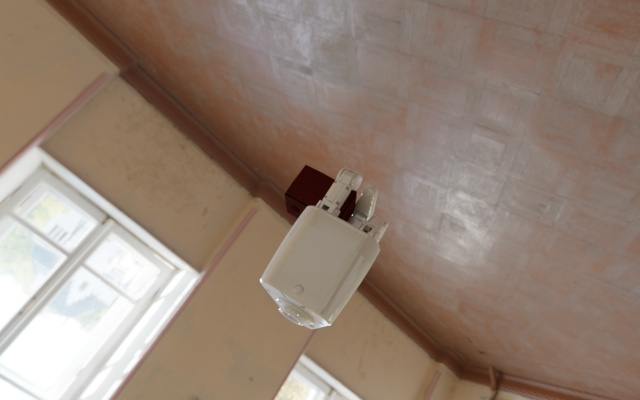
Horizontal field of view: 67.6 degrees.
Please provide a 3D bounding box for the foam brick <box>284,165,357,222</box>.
[{"bbox_3d":[0.000,0.002,0.605,0.078,0.051,0.053,29,-23,14],"label":"foam brick"}]
